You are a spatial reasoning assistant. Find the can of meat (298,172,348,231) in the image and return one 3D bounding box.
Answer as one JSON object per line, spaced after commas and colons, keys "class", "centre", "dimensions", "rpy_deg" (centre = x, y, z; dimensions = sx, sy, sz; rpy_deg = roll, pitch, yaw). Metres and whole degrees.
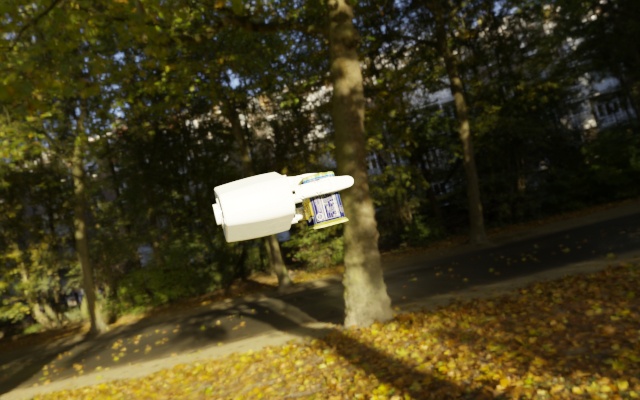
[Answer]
{"class": "can of meat", "centre": [0.000, 0.002, 0.787], "dimensions": [0.057, 0.084, 0.102], "rpy_deg": [-14, -4, -12]}
